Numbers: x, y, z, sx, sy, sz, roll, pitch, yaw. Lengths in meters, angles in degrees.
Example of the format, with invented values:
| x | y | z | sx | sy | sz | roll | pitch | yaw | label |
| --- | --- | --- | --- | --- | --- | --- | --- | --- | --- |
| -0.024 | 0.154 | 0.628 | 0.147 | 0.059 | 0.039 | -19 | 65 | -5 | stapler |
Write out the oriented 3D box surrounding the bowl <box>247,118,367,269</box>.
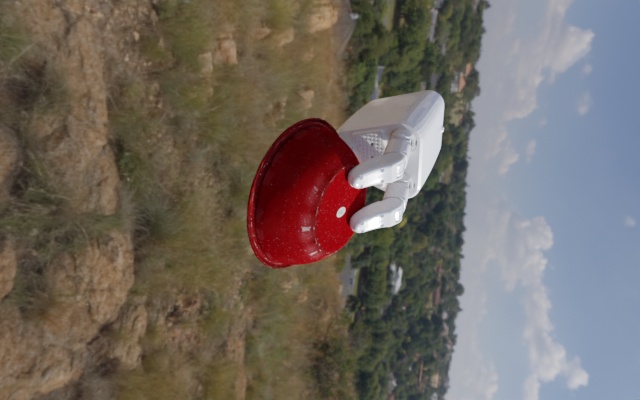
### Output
| x | y | z | sx | sy | sz | roll | pitch | yaw | label |
| --- | --- | --- | --- | --- | --- | --- | --- | --- | --- |
| 0.000 | 0.003 | 0.482 | 0.055 | 0.162 | 0.162 | 20 | 11 | 31 | bowl |
